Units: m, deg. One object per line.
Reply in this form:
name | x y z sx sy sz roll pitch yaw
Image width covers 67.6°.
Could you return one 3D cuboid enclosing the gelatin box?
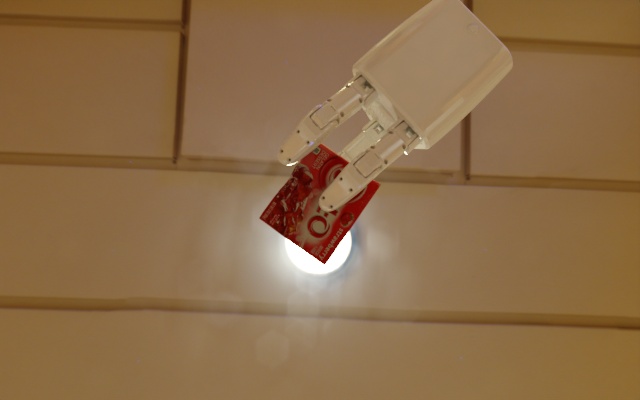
gelatin box | 0.000 0.002 0.433 0.073 0.089 0.030 35 0 3
